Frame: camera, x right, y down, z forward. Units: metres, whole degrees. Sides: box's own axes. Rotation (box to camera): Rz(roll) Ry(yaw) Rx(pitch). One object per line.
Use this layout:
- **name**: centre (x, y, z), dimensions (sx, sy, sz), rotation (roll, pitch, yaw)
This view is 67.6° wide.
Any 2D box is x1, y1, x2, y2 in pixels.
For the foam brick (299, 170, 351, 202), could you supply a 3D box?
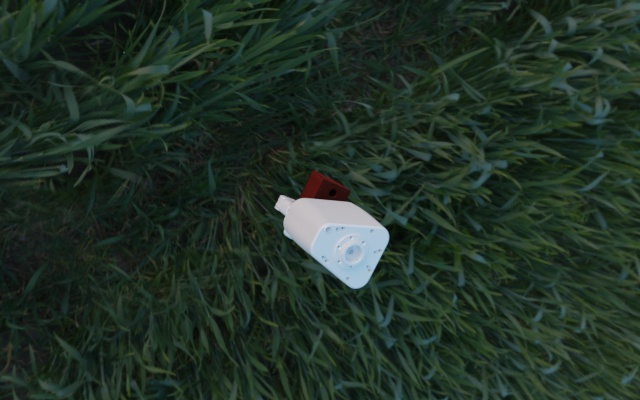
- **foam brick**: centre (0.000, 0.002, 0.738), dimensions (0.053, 0.078, 0.051), rotation (23, 6, -27)
